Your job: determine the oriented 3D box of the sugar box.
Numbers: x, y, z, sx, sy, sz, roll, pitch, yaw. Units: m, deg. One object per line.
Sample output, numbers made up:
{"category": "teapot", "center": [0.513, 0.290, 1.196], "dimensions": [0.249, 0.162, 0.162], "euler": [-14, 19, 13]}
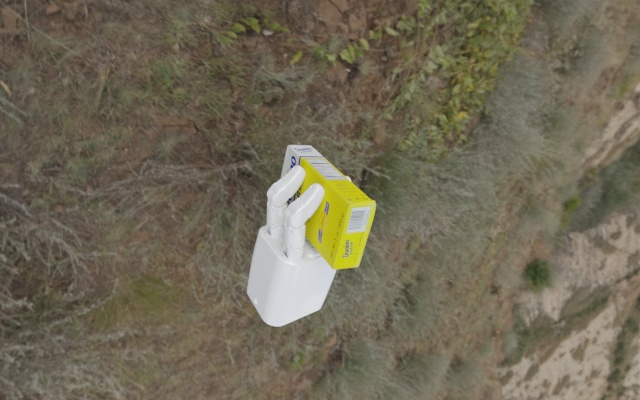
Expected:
{"category": "sugar box", "center": [0.000, 0.002, 0.628], "dimensions": [0.048, 0.093, 0.176], "euler": [-3, 29, -33]}
